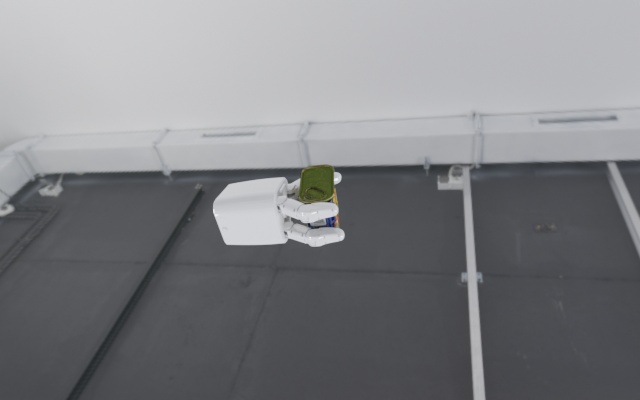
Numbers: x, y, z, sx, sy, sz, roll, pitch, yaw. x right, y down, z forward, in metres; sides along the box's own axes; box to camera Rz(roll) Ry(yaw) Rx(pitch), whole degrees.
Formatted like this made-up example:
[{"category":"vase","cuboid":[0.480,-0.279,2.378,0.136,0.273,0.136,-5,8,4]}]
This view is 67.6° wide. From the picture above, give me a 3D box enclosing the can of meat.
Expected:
[{"category":"can of meat","cuboid":[0.000,0.003,0.805,0.057,0.084,0.102,-6,37,6]}]
